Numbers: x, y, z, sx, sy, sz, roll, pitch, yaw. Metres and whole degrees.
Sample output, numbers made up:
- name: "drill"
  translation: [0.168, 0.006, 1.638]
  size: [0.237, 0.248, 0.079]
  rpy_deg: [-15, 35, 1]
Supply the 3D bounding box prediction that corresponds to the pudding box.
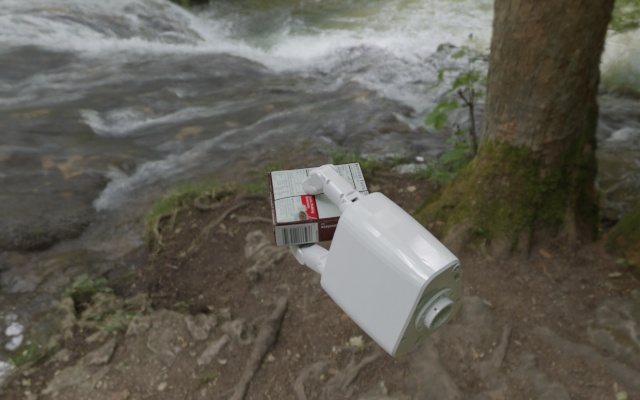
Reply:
- name: "pudding box"
  translation: [0.000, 0.002, 0.540]
  size: [0.113, 0.039, 0.090]
  rpy_deg: [-5, 43, -7]
